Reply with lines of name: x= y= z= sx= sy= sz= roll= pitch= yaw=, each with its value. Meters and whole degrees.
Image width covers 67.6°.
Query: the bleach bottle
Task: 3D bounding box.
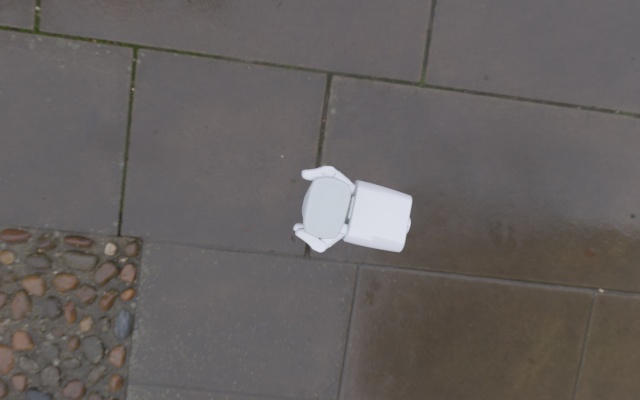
bleach bottle: x=0.000 y=0.003 z=0.874 sx=0.068 sy=0.102 sz=0.251 roll=13 pitch=4 yaw=-6
